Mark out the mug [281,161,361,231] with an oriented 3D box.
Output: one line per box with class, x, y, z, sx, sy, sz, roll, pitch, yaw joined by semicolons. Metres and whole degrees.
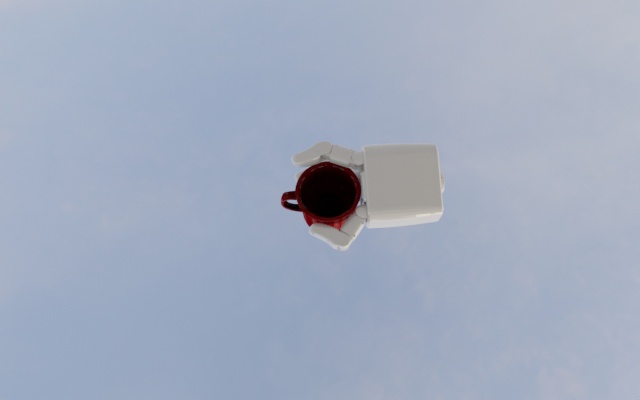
mug;-0.001;0.003;0.706;0.117;0.093;0.081;-3;-23;1
